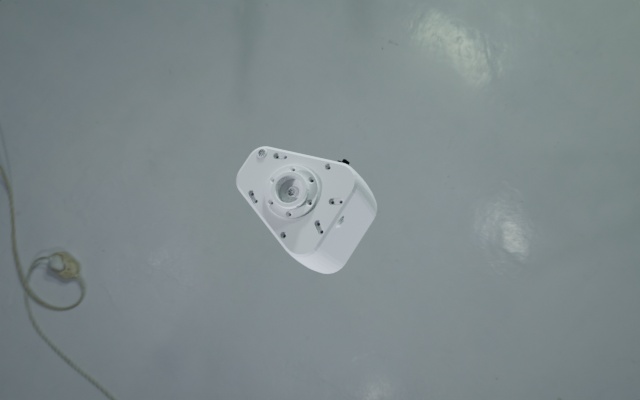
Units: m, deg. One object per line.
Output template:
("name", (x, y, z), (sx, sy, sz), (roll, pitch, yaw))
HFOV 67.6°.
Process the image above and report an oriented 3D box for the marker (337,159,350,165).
("marker", (0.000, 0.002, 0.582), (0.020, 0.121, 0.020), (32, -5, 3))
